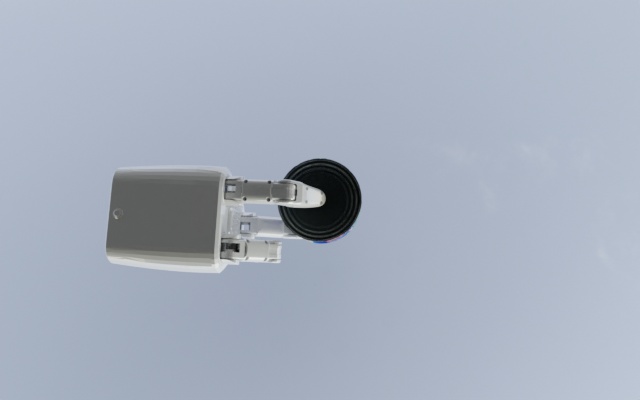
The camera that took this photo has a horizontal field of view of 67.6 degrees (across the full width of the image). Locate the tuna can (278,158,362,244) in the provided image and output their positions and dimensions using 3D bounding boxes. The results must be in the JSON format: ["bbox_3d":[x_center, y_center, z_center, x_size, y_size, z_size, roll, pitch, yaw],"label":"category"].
[{"bbox_3d":[0.000,0.002,0.497,0.086,0.086,0.034,0,-10,5],"label":"tuna can"}]
